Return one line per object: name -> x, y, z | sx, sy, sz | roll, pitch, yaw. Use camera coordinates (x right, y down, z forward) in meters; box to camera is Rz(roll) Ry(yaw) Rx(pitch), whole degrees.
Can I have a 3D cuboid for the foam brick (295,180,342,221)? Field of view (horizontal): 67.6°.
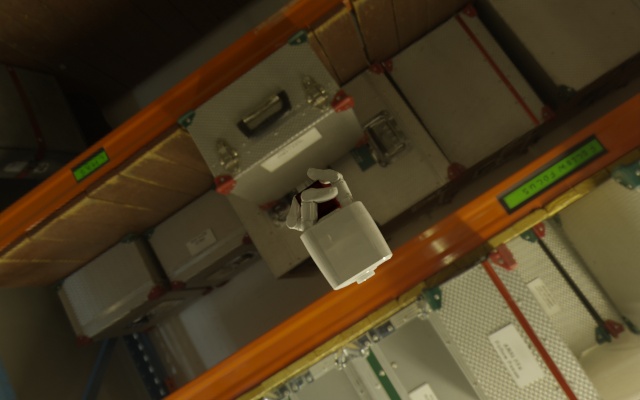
foam brick -> 0.000, 0.003, 0.834 | 0.053, 0.051, 0.078 | -35, -14, 14
